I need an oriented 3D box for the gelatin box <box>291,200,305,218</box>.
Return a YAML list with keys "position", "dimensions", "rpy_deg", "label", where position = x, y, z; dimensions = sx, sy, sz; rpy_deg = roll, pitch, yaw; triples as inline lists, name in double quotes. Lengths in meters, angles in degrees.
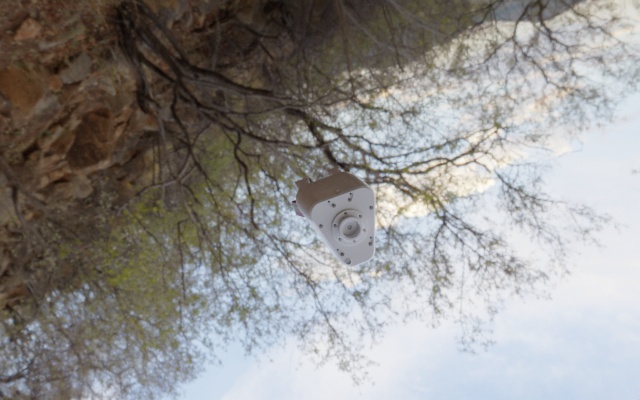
- position: [0.000, 0.003, 0.808]
  dimensions: [0.073, 0.030, 0.089]
  rpy_deg: [-23, 11, -19]
  label: "gelatin box"
